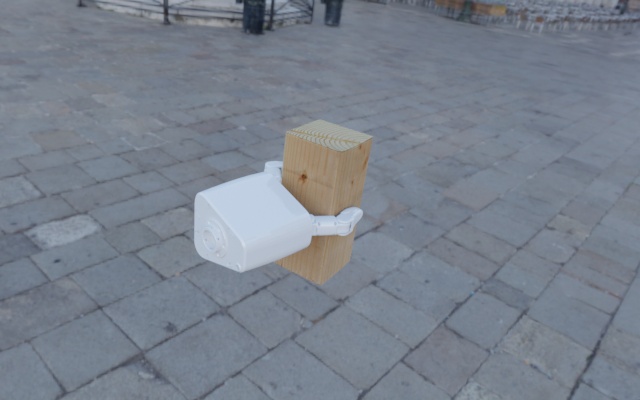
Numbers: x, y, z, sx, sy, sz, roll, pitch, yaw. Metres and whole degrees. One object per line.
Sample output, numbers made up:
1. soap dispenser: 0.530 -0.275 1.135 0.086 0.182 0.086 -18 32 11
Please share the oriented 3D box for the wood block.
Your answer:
1. wood block: 0.000 0.002 0.685 0.091 0.206 0.090 23 30 25
